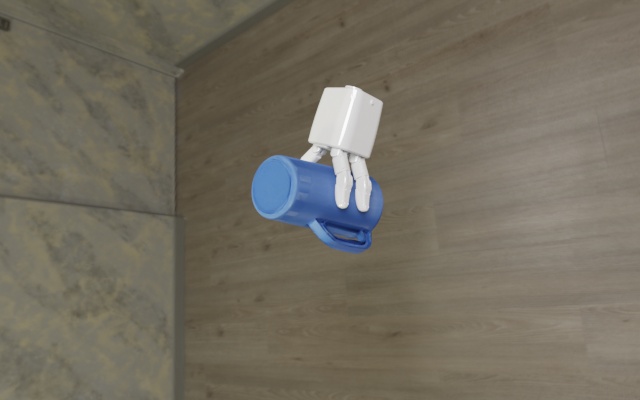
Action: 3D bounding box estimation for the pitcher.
[{"bbox_3d":[0.000,0.003,0.865,0.149,0.145,0.243,21,6,41],"label":"pitcher"}]
